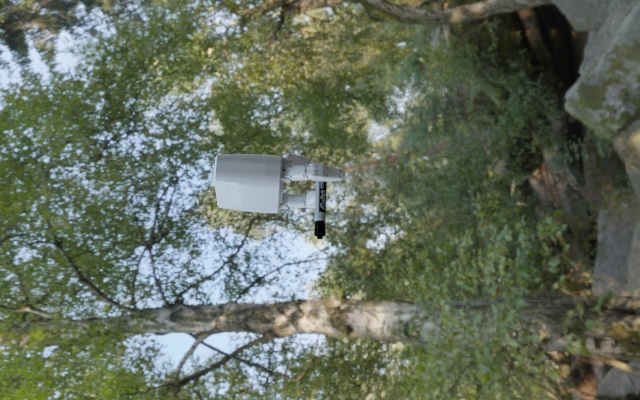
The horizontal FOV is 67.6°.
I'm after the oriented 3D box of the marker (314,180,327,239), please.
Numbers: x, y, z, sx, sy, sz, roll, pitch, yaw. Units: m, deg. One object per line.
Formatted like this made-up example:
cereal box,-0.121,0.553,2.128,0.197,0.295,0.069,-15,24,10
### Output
marker,0.000,0.003,0.767,0.020,0.121,0.020,2,-15,0
